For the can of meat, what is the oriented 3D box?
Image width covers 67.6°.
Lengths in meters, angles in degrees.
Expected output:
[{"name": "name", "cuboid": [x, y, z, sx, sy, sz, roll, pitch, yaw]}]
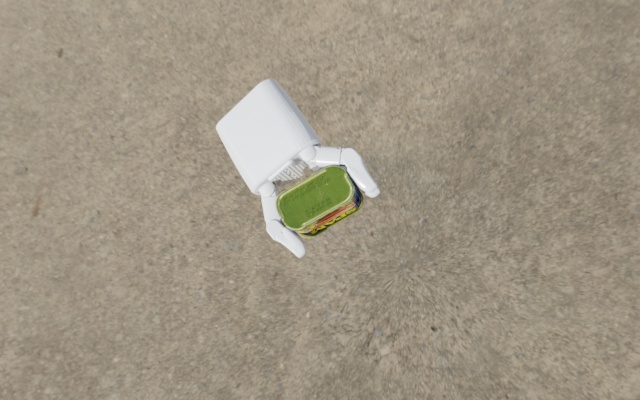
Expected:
[{"name": "can of meat", "cuboid": [0.000, 0.002, 0.606, 0.102, 0.057, 0.084, -30, -13, 5]}]
